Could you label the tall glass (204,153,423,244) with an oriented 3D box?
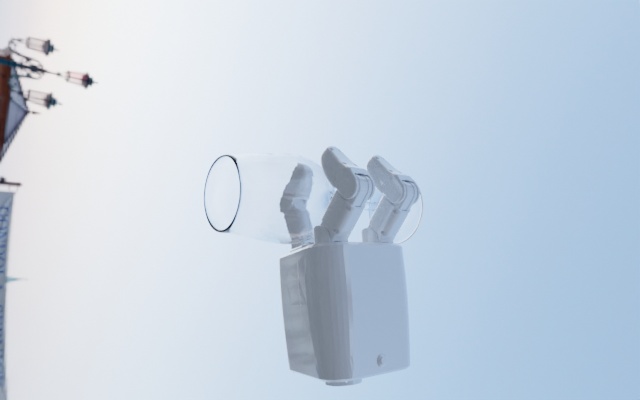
[{"bbox_3d":[0.001,0.001,0.434,0.201,0.079,0.079,6,-4,-39],"label":"tall glass"}]
